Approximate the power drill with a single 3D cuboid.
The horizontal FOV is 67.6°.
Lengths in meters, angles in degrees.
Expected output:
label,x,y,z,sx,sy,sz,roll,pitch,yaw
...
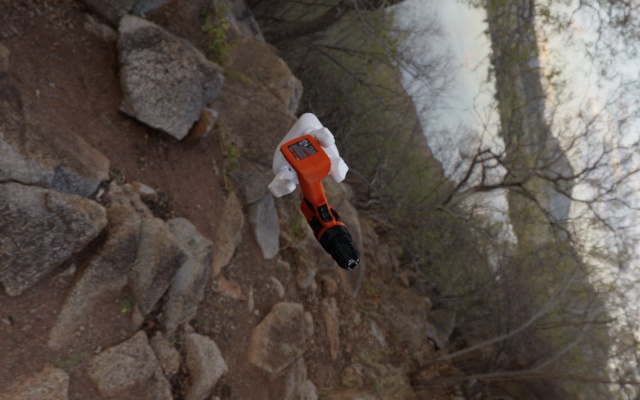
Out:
label,x,y,z,sx,sy,sz,roll,pitch,yaw
power drill,0.000,0.002,0.767,0.057,0.188,0.184,-25,41,-12
